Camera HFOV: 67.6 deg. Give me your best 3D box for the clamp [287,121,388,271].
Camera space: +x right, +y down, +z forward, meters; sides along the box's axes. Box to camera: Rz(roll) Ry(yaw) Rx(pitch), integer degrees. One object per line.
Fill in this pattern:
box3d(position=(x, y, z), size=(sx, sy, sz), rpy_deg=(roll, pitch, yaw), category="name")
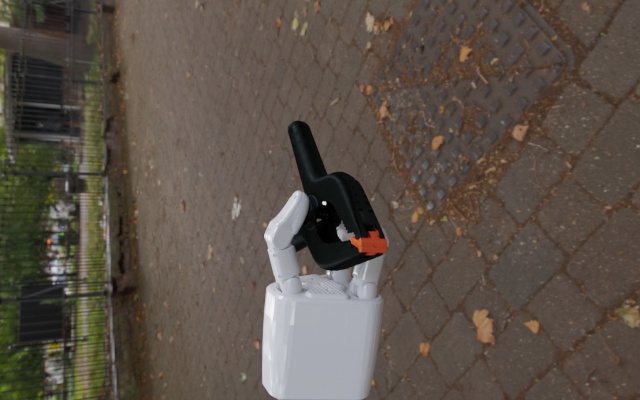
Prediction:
box3d(position=(0.000, 0.002, 0.481), size=(0.036, 0.164, 0.210), rpy_deg=(3, 7, -27), category="clamp")
